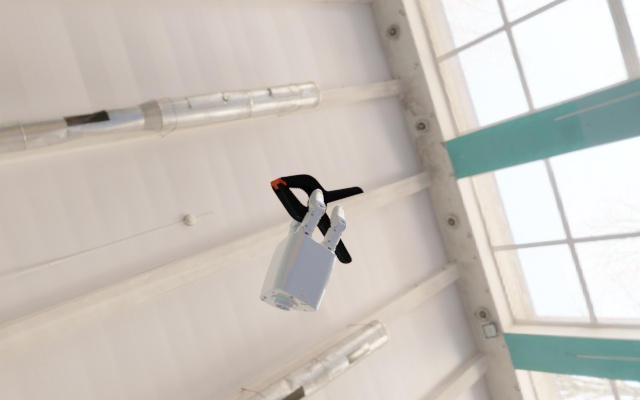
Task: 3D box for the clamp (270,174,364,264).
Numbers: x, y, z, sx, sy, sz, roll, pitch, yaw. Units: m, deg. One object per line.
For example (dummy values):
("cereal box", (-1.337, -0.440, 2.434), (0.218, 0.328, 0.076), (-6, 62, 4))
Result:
("clamp", (-0.001, 0.003, 0.897), (0.210, 0.164, 0.036), (36, -35, -27))
